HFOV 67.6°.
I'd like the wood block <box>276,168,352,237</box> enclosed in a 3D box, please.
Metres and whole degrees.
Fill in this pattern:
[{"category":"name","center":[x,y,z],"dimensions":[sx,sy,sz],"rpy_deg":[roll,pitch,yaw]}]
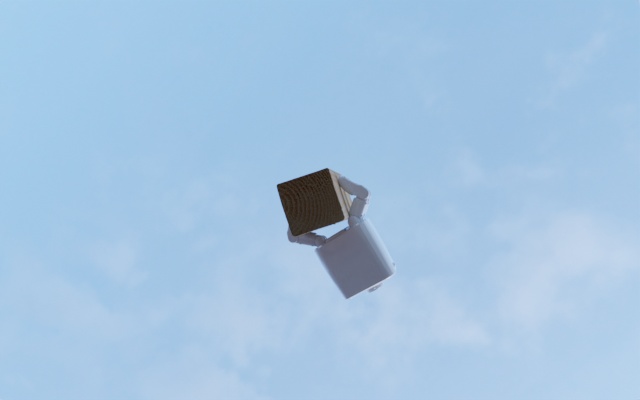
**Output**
[{"category":"wood block","center":[0.000,0.003,0.847],"dimensions":[0.091,0.090,0.206],"rpy_deg":[-19,-3,8]}]
